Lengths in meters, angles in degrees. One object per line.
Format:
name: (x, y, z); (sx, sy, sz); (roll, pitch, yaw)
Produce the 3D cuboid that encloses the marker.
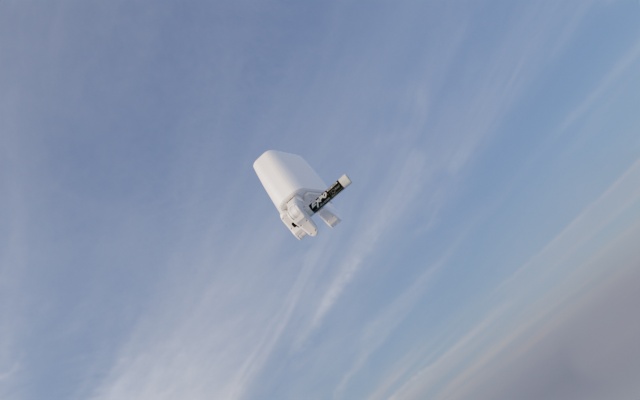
marker: (0.000, 0.003, 0.778); (0.121, 0.020, 0.020); (-41, -7, 8)
